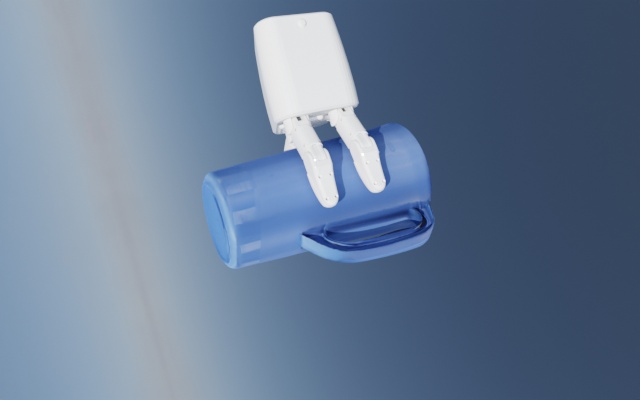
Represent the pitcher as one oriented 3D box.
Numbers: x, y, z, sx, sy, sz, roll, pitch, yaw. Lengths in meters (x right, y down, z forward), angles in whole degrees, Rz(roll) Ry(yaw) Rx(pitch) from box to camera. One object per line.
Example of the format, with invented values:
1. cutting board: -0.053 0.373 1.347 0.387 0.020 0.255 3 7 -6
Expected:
1. pitcher: 0.000 0.002 0.546 0.243 0.145 0.149 -15 2 -22
